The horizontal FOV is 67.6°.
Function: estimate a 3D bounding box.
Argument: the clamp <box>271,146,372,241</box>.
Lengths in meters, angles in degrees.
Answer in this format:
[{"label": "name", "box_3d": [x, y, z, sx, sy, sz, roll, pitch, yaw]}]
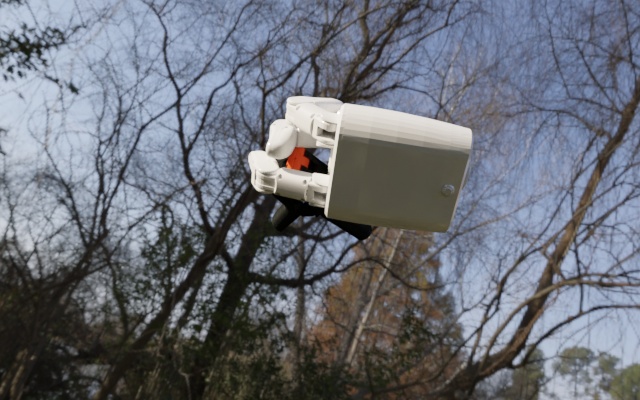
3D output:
[{"label": "clamp", "box_3d": [0.000, 0.001, 0.513, 0.120, 0.039, 0.171, 4, -23, 2]}]
